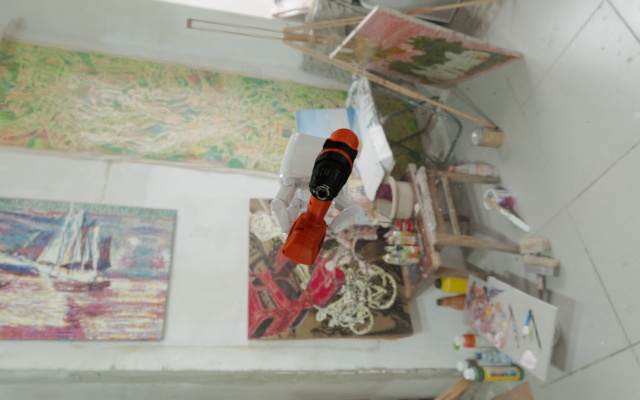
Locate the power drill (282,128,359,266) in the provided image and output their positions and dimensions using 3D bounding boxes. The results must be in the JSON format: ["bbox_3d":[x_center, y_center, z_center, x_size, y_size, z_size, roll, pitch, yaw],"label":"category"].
[{"bbox_3d":[0.000,0.002,0.696,0.057,0.188,0.184,24,31,2],"label":"power drill"}]
